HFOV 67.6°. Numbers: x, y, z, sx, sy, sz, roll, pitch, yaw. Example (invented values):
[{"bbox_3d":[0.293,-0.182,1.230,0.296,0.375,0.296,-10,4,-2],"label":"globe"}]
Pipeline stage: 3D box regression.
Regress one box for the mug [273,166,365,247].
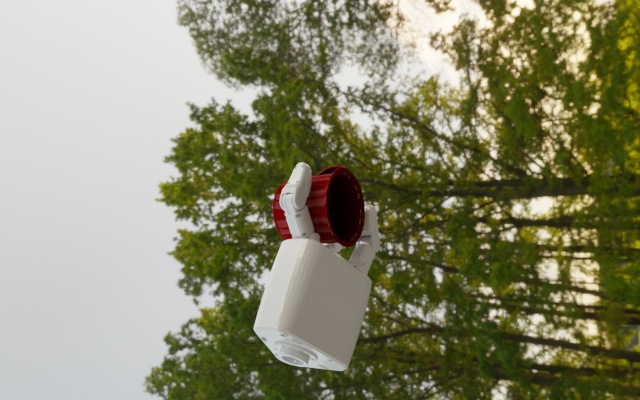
[{"bbox_3d":[0.000,0.001,0.583,0.081,0.117,0.093,-6,-42,32],"label":"mug"}]
